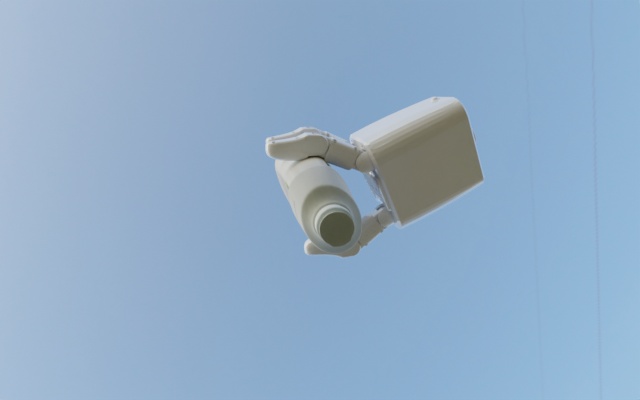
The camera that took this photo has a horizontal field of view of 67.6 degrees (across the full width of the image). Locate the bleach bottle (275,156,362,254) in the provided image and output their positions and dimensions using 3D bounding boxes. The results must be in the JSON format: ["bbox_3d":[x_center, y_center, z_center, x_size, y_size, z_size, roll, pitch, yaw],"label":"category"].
[{"bbox_3d":[0.000,0.002,0.491,0.068,0.102,0.250,-28,15,-1],"label":"bleach bottle"}]
